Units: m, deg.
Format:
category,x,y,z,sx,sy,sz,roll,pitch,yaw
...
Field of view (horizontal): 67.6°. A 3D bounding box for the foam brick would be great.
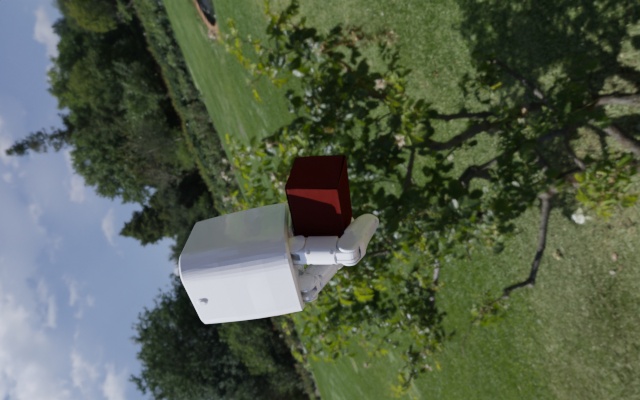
category,x,y,z,sx,sy,sz,roll,pitch,yaw
foam brick,0.000,0.001,0.469,0.051,0.078,0.053,2,40,13
